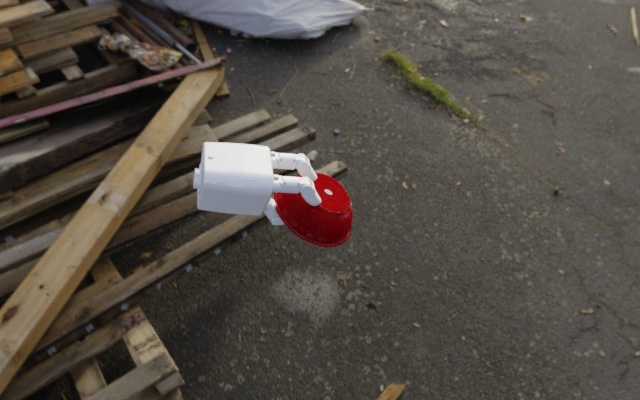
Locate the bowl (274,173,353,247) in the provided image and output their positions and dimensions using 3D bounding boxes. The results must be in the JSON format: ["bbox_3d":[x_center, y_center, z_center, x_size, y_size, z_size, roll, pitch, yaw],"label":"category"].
[{"bbox_3d":[0.001,0.003,0.851,0.162,0.162,0.055,0,-39,-39],"label":"bowl"}]
